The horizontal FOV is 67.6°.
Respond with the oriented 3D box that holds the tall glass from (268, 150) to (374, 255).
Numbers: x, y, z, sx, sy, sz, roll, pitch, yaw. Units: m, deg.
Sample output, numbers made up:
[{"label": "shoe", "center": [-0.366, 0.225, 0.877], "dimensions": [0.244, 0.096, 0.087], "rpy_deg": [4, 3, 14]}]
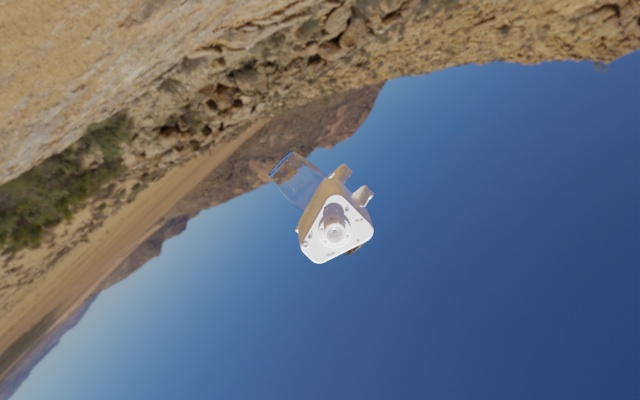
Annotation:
[{"label": "tall glass", "center": [0.001, 0.003, 0.843], "dimensions": [0.201, 0.079, 0.079], "rpy_deg": [45, -11, -11]}]
